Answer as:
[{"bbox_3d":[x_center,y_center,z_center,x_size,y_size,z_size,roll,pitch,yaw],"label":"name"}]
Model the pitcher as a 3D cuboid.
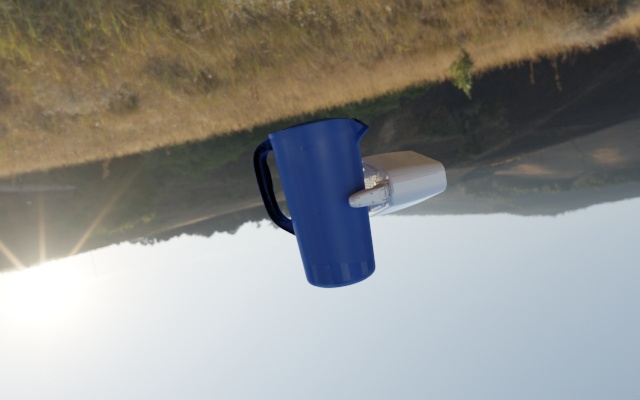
[{"bbox_3d":[0.000,0.002,0.720,0.145,0.243,0.149,-14,7,-24],"label":"pitcher"}]
